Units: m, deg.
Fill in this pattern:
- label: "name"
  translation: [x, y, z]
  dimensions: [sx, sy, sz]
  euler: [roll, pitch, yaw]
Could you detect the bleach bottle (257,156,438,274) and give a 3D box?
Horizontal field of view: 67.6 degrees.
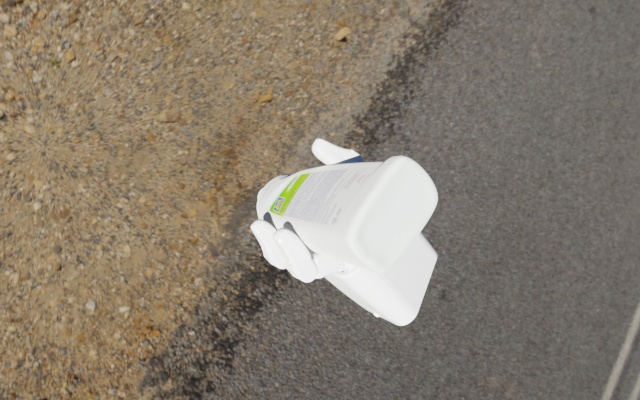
- label: "bleach bottle"
  translation: [0.000, 0.002, 0.504]
  dimensions: [0.068, 0.102, 0.251]
  euler: [44, -16, -26]
